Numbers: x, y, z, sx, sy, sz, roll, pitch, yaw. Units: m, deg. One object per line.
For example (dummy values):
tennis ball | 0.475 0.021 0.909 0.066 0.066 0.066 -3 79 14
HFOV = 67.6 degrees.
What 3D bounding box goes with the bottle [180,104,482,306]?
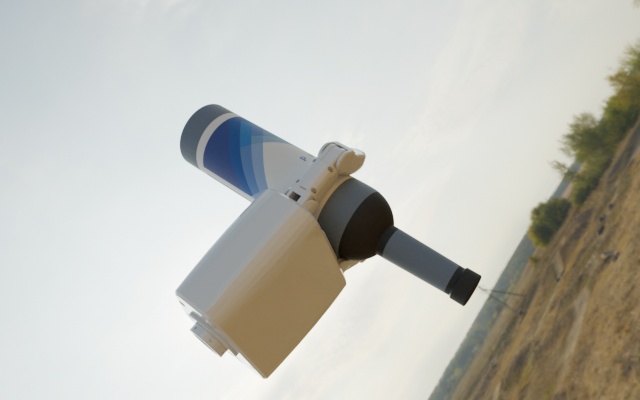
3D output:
bottle | 0.000 0.001 0.423 0.295 0.069 0.069 30 13 24
